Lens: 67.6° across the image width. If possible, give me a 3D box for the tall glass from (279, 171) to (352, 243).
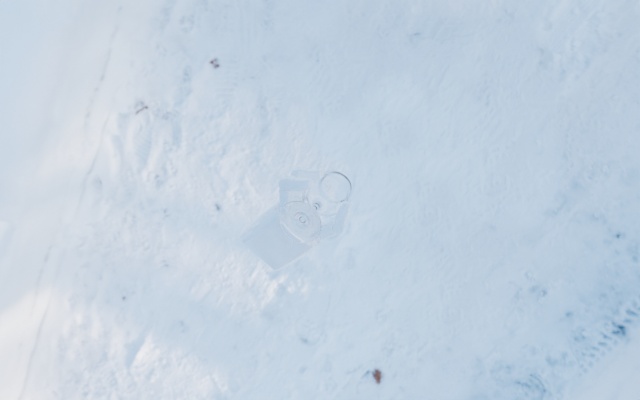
[{"bbox_3d":[0.000,0.003,0.861,0.079,0.079,0.201,0,20,22],"label":"tall glass"}]
